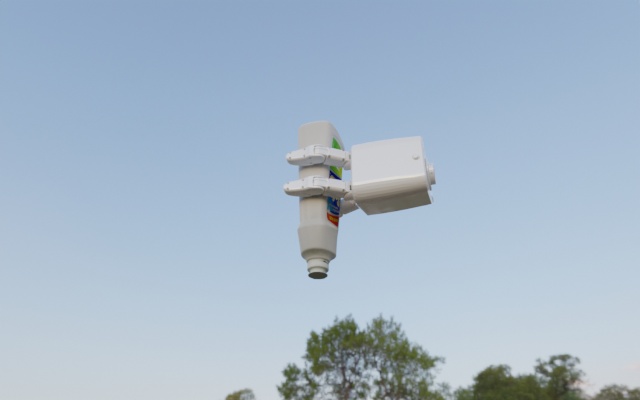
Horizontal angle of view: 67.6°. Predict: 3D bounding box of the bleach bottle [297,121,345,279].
[{"bbox_3d":[0.000,0.002,0.739,0.068,0.250,0.103,-9,-32,15],"label":"bleach bottle"}]
